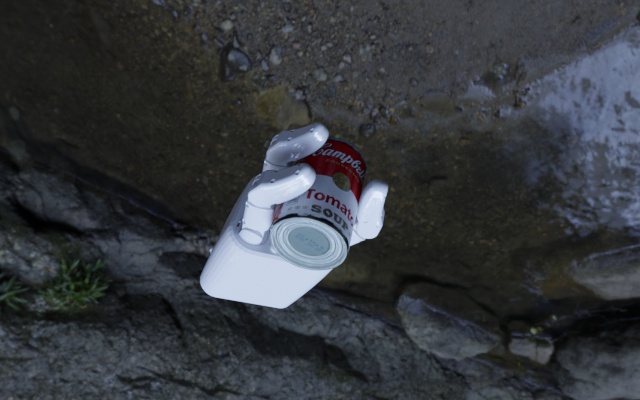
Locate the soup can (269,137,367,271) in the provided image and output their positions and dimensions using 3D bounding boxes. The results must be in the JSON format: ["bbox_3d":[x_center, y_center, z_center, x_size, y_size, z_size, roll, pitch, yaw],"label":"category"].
[{"bbox_3d":[0.000,0.001,0.418,0.068,0.069,0.102,0,43,17],"label":"soup can"}]
